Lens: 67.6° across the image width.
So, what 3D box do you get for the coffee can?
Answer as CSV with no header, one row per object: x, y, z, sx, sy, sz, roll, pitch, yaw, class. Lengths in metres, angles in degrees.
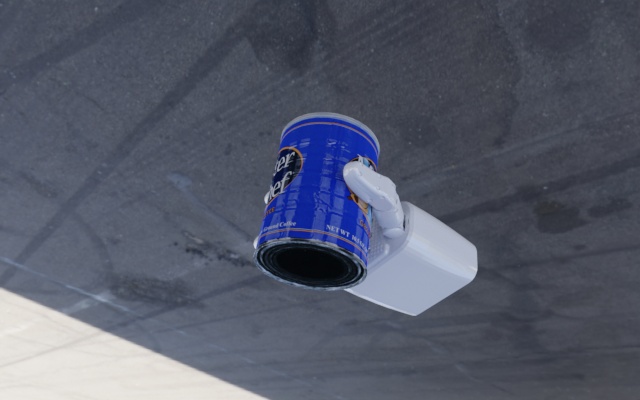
0.000,0.001,0.459,0.103,0.140,0.103,7,-32,4,coffee can
